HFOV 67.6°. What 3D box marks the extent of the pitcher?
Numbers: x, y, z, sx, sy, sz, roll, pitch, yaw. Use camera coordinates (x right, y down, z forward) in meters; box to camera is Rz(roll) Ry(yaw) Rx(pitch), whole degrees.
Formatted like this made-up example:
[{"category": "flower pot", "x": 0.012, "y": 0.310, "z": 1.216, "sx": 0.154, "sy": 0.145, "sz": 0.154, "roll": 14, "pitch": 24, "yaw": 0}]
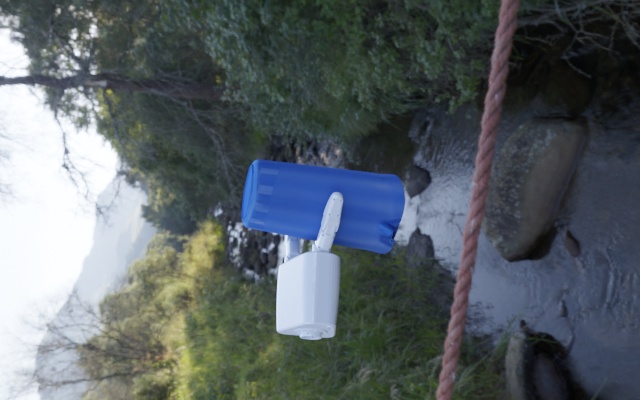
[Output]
[{"category": "pitcher", "x": 0.000, "y": 0.003, "z": 0.775, "sx": 0.243, "sy": 0.145, "sz": 0.149, "roll": 9, "pitch": -24, "yaw": -15}]
